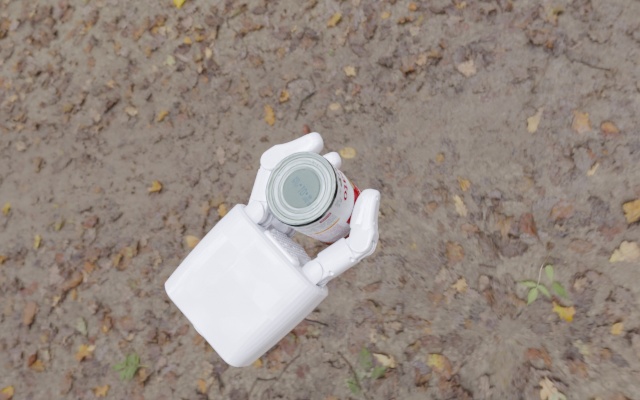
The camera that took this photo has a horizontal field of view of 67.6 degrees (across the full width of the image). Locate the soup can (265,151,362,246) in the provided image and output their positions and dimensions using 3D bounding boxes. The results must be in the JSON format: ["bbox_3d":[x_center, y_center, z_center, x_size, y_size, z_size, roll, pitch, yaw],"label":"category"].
[{"bbox_3d":[0.000,0.001,0.445,0.068,0.068,0.102,0,-14,22],"label":"soup can"}]
